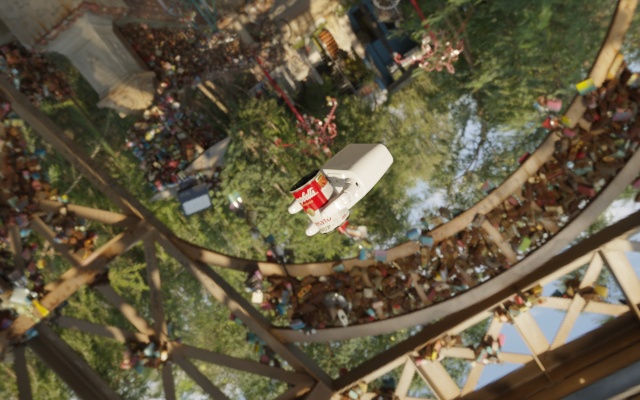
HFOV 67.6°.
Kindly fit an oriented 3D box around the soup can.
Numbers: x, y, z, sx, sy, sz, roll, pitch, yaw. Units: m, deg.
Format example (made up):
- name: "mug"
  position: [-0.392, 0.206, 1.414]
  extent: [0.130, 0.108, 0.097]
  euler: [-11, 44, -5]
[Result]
- name: "soup can"
  position: [0.000, 0.003, 0.882]
  extent: [0.068, 0.102, 0.068]
  euler: [-34, 14, 10]
